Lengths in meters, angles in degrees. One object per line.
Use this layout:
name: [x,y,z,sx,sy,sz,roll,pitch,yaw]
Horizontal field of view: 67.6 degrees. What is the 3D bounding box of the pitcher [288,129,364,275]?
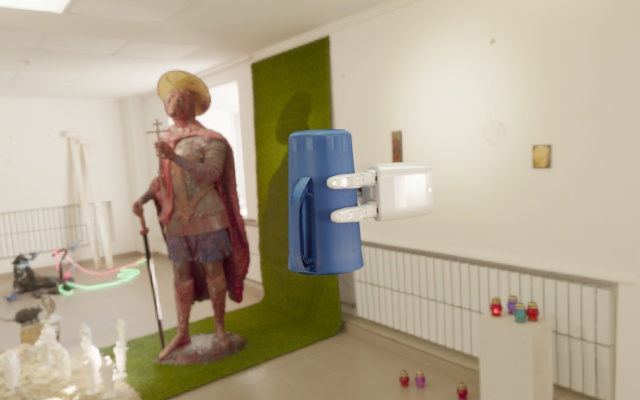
pitcher: [0.000,0.003,0.818,0.145,0.243,0.149,-5,6,-16]
